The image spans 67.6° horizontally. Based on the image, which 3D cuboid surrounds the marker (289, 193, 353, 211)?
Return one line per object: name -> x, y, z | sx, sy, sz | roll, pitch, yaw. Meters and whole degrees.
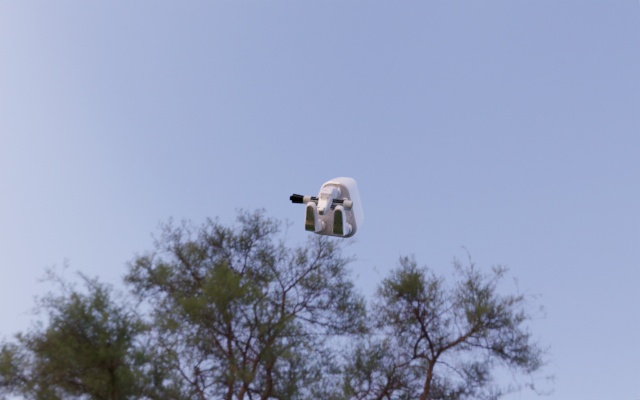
marker -> 0.000, 0.003, 0.894 | 0.121, 0.020, 0.020 | 7, 2, 14
